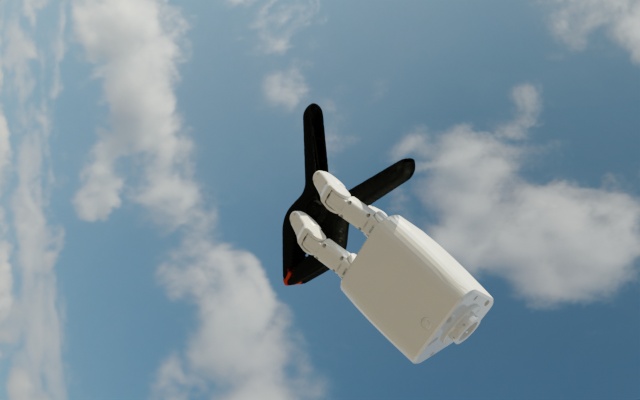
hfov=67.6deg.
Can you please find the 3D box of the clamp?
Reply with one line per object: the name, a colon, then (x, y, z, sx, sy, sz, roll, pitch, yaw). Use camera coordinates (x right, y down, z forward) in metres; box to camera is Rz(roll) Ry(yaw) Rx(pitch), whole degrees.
clamp: (0.001, 0.002, 0.548, 0.036, 0.210, 0.164, 4, 33, -46)
